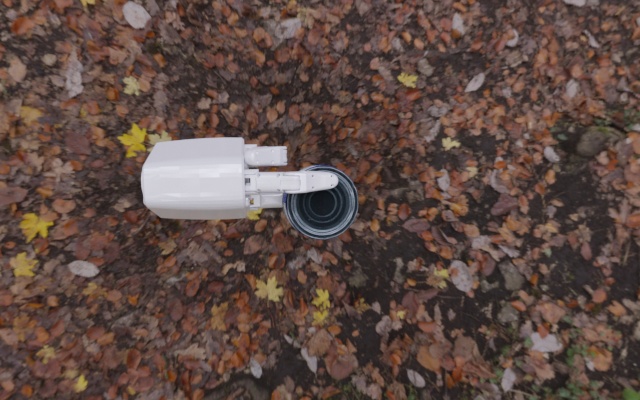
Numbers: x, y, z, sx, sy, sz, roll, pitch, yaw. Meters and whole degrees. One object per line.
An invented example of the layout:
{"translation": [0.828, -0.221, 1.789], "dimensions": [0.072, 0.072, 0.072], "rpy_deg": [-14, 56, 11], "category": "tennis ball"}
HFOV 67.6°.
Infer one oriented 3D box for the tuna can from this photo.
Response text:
{"translation": [0.000, 0.002, 0.551], "dimensions": [0.086, 0.086, 0.034], "rpy_deg": [0, 4, -11], "category": "tuna can"}
